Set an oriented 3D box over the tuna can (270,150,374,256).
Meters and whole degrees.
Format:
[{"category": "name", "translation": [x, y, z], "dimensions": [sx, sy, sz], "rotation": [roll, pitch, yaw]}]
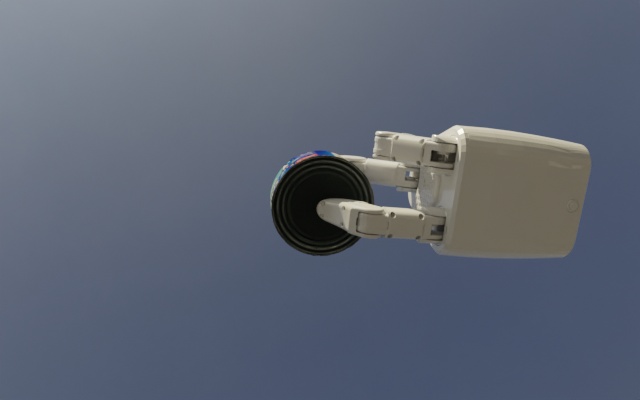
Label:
[{"category": "tuna can", "translation": [0.000, 0.001, 0.406], "dimensions": [0.086, 0.086, 0.033], "rotation": [0, 15, -10]}]
